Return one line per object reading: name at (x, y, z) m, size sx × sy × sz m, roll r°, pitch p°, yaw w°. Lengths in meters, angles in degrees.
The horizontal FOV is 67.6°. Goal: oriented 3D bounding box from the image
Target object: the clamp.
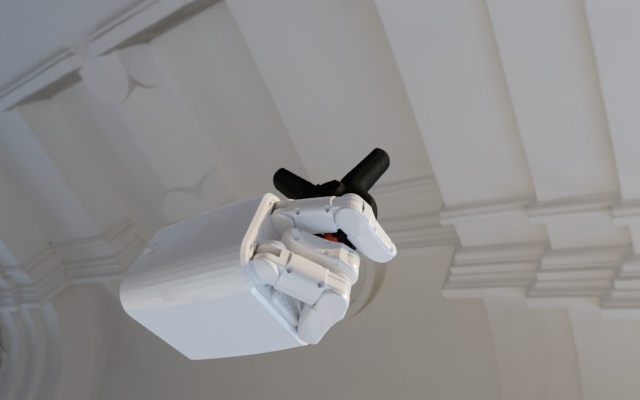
clamp at (0.000, 0.002, 0.433) m, size 0.120 × 0.039 × 0.171 m, roll -13°, pitch 24°, yaw 17°
